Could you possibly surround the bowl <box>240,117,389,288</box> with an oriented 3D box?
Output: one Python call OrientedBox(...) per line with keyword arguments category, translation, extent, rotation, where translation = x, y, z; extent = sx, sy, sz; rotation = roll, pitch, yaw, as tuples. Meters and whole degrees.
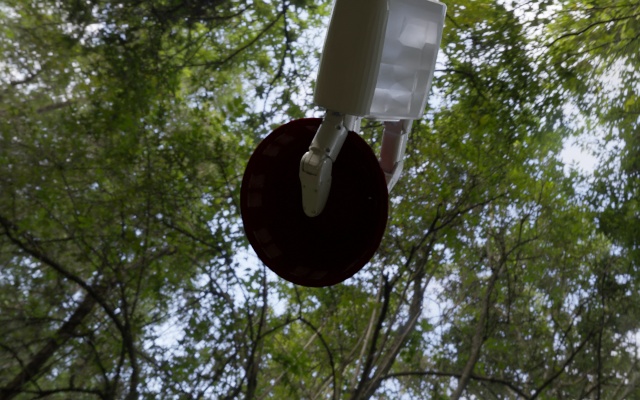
OrientedBox(category="bowl", translation=(0.000, 0.003, 0.474), extent=(0.162, 0.162, 0.055), rotation=(0, 1, 28))
